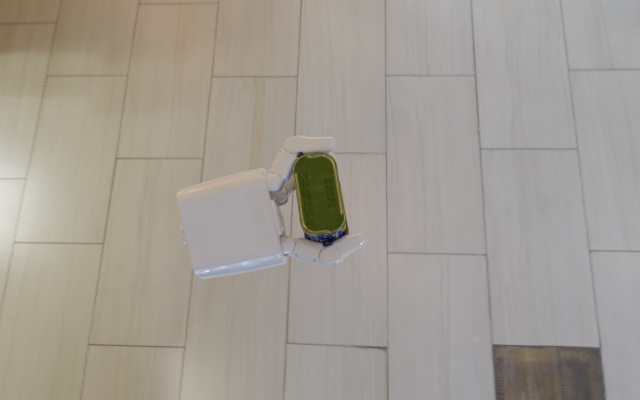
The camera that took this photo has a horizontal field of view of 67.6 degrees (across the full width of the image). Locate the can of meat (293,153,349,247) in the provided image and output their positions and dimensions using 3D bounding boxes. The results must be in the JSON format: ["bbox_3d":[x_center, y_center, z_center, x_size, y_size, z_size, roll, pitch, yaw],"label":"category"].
[{"bbox_3d":[0.000,0.002,0.576,0.057,0.102,0.084,-10,-15,1],"label":"can of meat"}]
